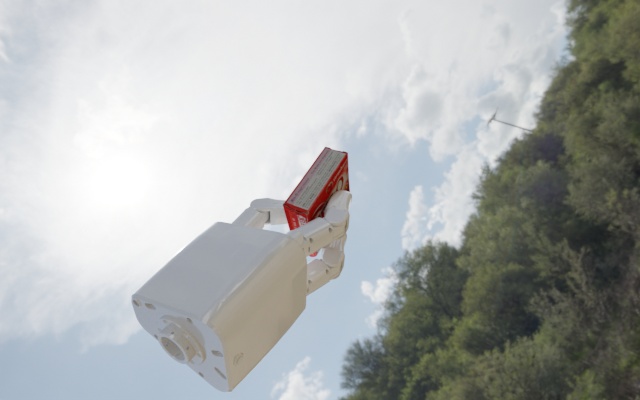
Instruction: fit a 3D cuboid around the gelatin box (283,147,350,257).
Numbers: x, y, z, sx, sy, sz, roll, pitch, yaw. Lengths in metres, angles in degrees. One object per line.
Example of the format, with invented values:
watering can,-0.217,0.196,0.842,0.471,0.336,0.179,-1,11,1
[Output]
gelatin box,0.000,0.001,0.490,0.030,0.089,0.073,19,-36,21
